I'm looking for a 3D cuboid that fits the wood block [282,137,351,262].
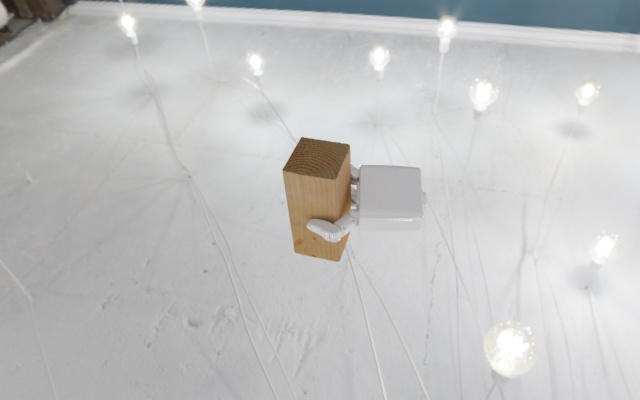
[{"bbox_3d":[0.000,0.003,0.832,0.090,0.206,0.090,11,47,15],"label":"wood block"}]
